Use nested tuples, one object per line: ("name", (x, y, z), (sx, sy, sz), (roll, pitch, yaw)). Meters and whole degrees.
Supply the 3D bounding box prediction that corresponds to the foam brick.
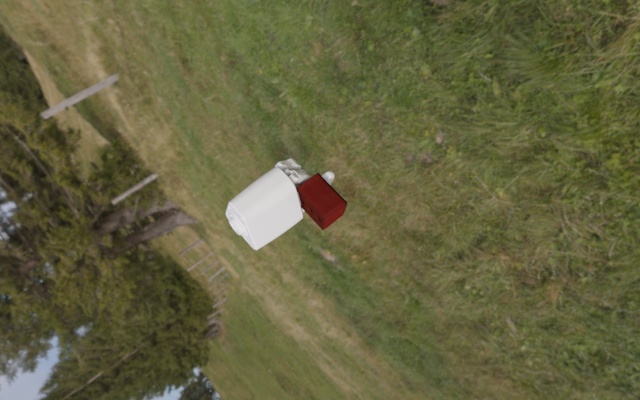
("foam brick", (0.000, 0.003, 0.836), (0.051, 0.078, 0.053), (-37, -19, -21))
